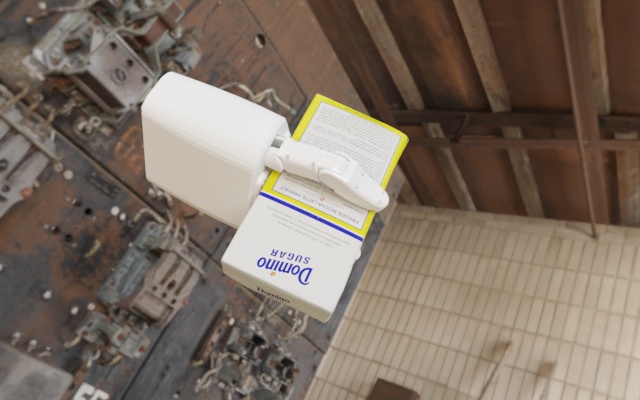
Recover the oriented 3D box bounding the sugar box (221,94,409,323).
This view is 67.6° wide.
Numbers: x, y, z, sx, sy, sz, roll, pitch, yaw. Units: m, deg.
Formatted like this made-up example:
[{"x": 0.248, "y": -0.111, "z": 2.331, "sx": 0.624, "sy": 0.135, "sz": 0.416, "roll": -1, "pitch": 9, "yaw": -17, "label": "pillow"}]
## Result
[{"x": 0.000, "y": 0.001, "z": 0.401, "sx": 0.093, "sy": 0.176, "sz": 0.048, "roll": 25, "pitch": -24, "yaw": 4, "label": "sugar box"}]
